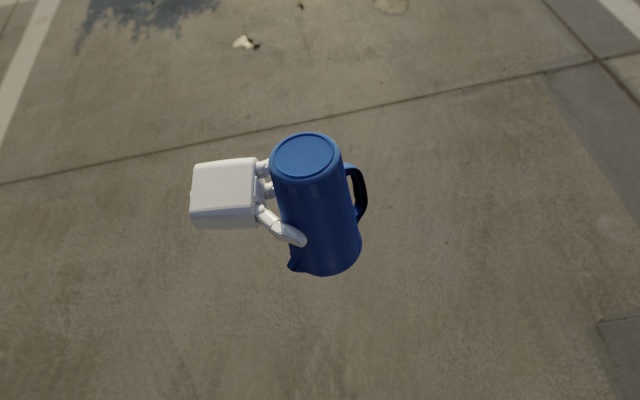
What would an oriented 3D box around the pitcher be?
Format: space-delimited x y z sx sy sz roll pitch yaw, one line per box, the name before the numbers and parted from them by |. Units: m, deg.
pitcher | 0.000 0.003 0.782 0.145 0.149 0.243 -2 -39 9
